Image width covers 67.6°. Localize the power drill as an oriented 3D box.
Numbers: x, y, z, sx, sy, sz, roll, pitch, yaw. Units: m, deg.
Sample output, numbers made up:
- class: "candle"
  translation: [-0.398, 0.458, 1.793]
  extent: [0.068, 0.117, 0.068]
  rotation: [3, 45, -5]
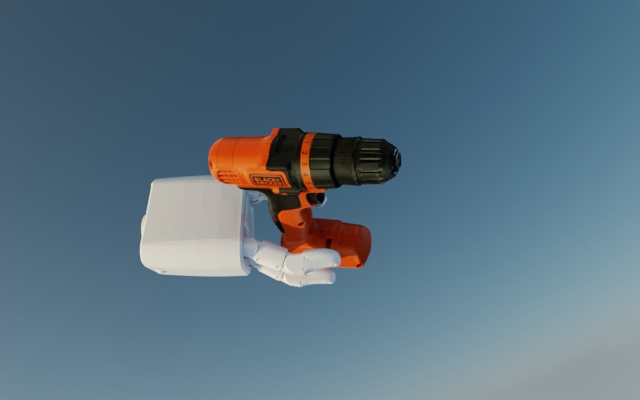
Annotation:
- class: "power drill"
  translation: [0.000, 0.002, 0.493]
  extent: [0.184, 0.057, 0.188]
  rotation: [4, -35, 21]
